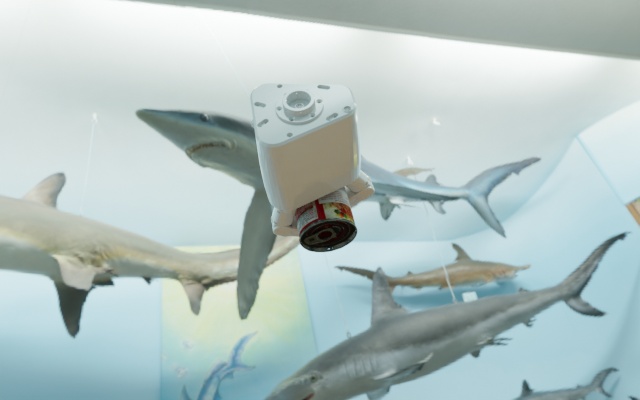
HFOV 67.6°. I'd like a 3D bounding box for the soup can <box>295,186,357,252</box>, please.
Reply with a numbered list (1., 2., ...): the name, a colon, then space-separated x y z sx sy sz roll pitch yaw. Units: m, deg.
1. soup can: 0.000 0.002 0.577 0.068 0.102 0.069 -9 -36 -6
